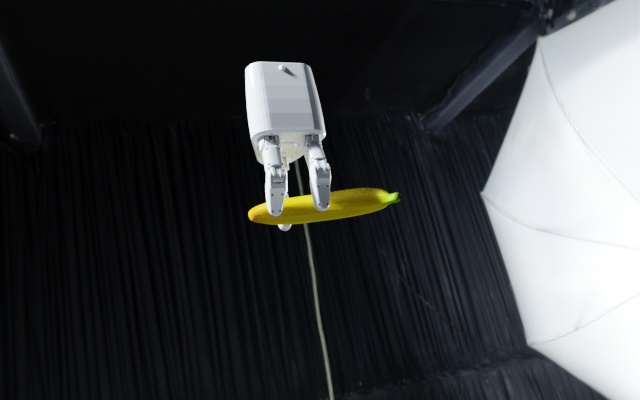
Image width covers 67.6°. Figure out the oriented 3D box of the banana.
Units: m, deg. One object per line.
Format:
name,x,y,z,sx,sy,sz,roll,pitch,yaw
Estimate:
banana,0.006,0.006,0.640,0.198,0.037,0.070,-9,-14,5
